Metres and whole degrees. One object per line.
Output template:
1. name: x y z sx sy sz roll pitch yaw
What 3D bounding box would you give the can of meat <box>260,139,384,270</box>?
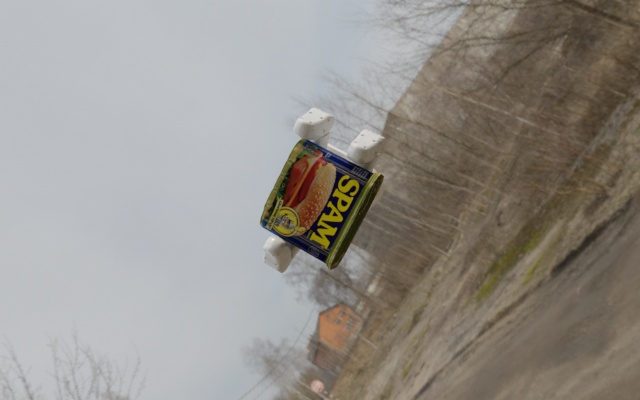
1. can of meat: 0.000 0.001 0.462 0.084 0.102 0.057 29 5 13
